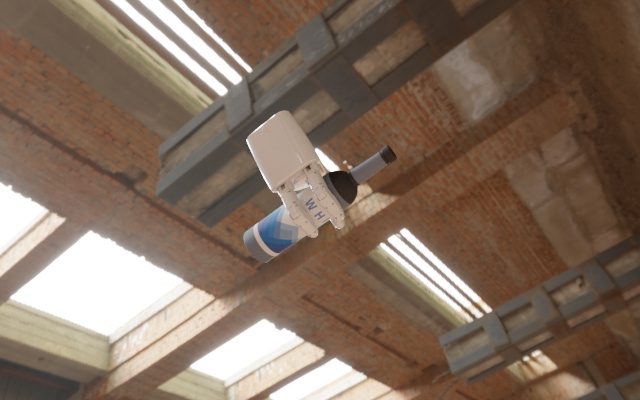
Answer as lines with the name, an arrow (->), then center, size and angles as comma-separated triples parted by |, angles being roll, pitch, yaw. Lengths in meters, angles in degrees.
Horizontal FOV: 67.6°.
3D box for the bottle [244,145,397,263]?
bottle -> 0.000, 0.003, 0.807 | 0.296, 0.069, 0.069 | -35, -12, 18
